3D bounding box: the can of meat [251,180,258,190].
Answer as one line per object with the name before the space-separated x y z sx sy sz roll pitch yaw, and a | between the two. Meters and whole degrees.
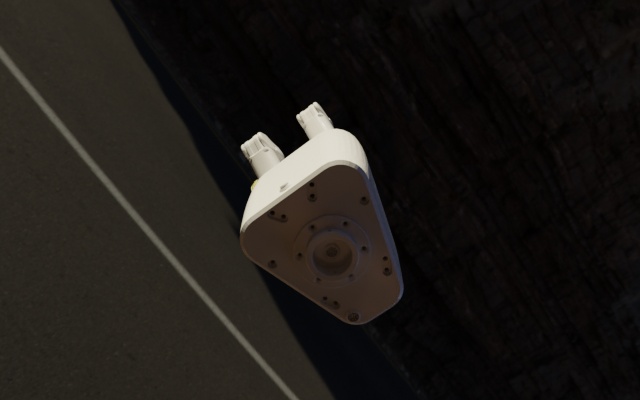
can of meat | 0.000 0.001 0.448 0.084 0.102 0.057 -35 12 10
